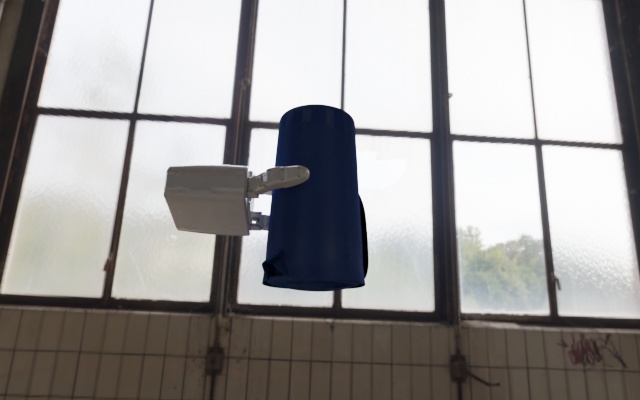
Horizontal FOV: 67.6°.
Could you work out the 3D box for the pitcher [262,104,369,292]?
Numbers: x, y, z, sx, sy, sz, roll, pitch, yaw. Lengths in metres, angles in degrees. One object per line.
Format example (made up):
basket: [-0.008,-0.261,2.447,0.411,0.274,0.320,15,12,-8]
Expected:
pitcher: [0.000,0.002,0.654,0.145,0.242,0.149,2,-16,0]
